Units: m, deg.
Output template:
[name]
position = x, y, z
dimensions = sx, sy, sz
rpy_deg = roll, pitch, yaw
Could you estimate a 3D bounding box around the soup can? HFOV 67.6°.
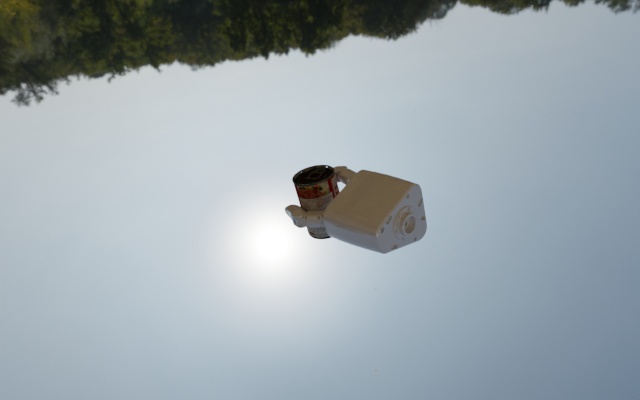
[soup can]
position = 0.000, 0.003, 0.769
dimensions = 0.068, 0.102, 0.068
rpy_deg = -12, 27, 6
